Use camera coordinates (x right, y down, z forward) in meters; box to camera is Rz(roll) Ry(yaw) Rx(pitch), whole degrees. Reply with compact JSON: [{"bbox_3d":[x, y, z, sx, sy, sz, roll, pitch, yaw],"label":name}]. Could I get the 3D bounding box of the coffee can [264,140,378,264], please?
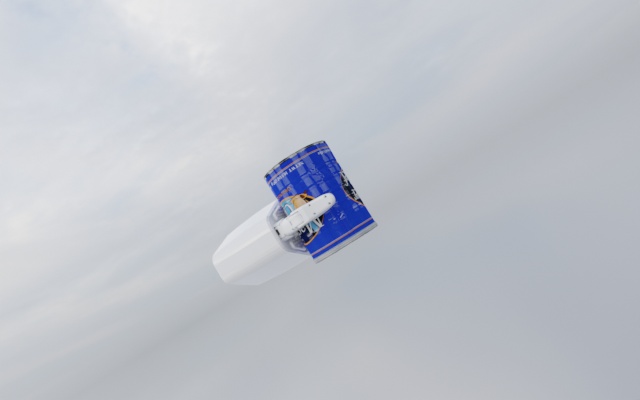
[{"bbox_3d":[0.000,0.002,0.669,0.103,0.140,0.103,-31,-5,-3],"label":"coffee can"}]
